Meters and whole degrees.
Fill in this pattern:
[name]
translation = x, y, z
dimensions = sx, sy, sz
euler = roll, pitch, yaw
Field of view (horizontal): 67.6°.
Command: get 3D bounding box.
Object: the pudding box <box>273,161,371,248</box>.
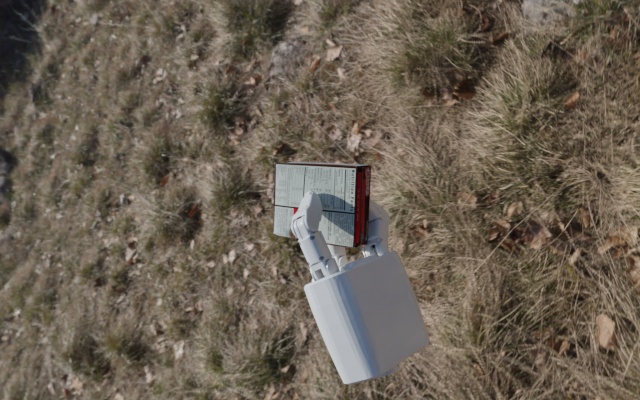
[pudding box]
translation = 0.000, 0.002, 0.542
dimensions = 0.113, 0.090, 0.039
euler = 6, 6, 29
